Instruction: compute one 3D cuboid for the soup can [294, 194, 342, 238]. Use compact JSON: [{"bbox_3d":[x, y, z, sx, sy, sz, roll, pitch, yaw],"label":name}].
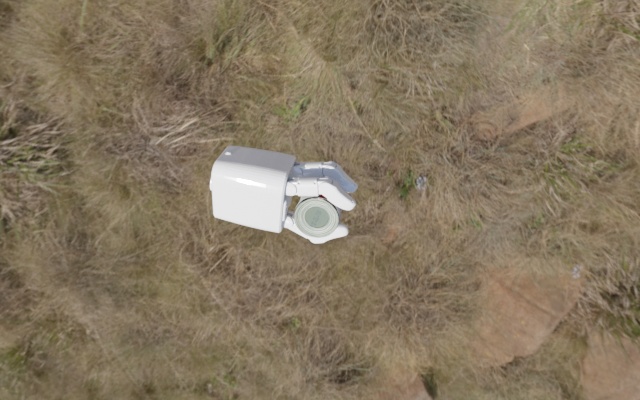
[{"bbox_3d":[0.001,0.003,0.723,0.068,0.068,0.102,0,27,8],"label":"soup can"}]
